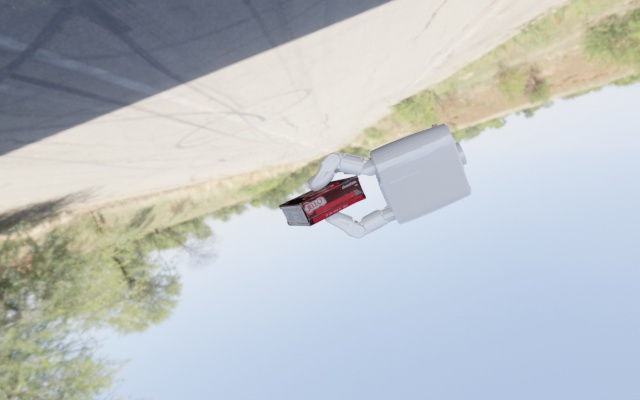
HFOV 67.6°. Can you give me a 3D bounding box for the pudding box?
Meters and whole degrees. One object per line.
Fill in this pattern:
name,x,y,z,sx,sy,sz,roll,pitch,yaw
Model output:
pudding box,0.000,0.002,0.669,0.090,0.039,0.113,-25,4,-19
